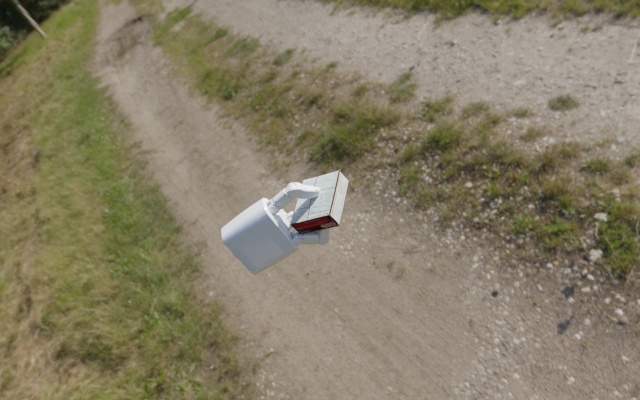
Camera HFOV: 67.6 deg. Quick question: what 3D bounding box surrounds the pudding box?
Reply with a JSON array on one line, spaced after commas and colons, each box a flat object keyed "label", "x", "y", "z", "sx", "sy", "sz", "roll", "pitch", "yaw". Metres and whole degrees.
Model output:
[{"label": "pudding box", "x": 0.000, "y": 0.003, "z": 0.889, "sx": 0.090, "sy": 0.113, "sz": 0.039, "roll": -13, "pitch": -43, "yaw": 32}]
